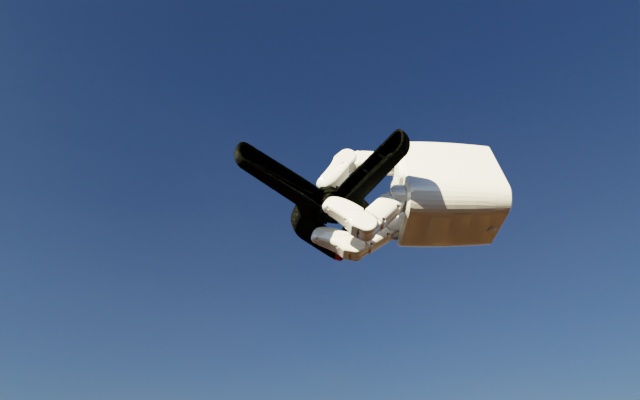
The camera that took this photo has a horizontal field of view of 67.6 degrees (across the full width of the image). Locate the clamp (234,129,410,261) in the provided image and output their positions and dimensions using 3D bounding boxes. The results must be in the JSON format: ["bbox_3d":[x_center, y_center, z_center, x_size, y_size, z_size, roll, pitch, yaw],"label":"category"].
[{"bbox_3d":[0.000,0.001,0.516,0.164,0.036,0.210,1,-36,0],"label":"clamp"}]
